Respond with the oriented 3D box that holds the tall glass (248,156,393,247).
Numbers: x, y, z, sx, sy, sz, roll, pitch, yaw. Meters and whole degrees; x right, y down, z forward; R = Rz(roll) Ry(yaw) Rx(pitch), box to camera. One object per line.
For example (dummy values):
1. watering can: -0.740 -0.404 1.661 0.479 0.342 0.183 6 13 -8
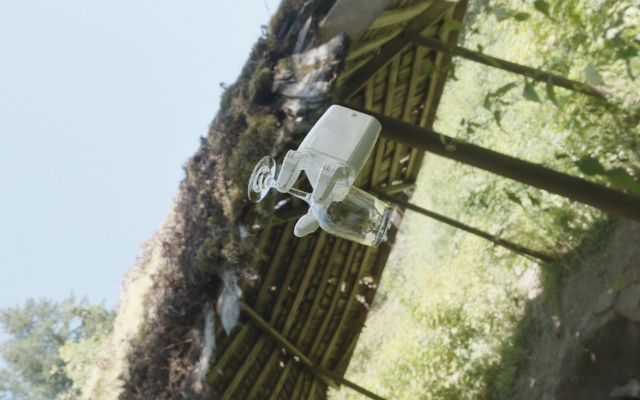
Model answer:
1. tall glass: -0.001 0.002 0.692 0.201 0.079 0.079 22 6 17
